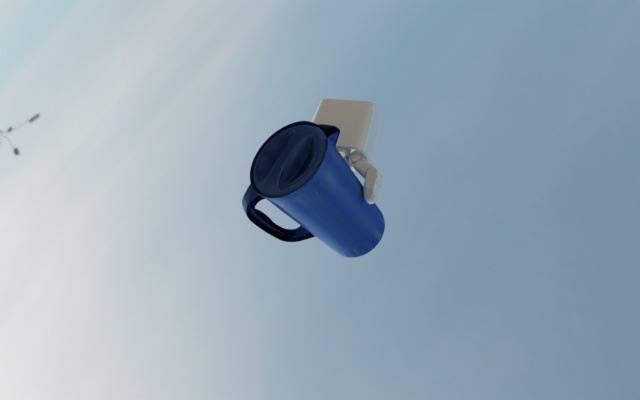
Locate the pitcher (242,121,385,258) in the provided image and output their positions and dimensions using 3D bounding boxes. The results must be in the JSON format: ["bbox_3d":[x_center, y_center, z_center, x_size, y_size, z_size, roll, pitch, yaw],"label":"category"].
[{"bbox_3d":[0.000,0.002,0.763,0.149,0.145,0.243,-3,-32,33],"label":"pitcher"}]
